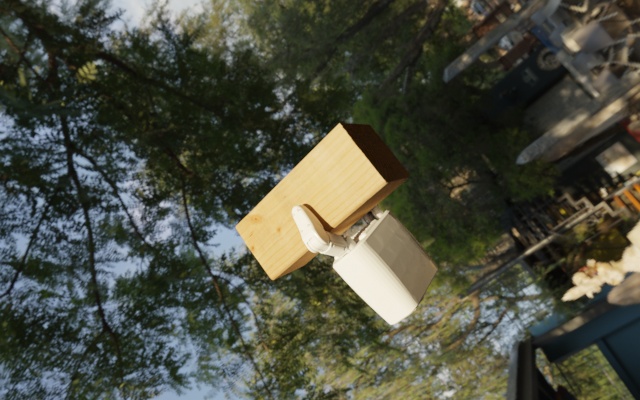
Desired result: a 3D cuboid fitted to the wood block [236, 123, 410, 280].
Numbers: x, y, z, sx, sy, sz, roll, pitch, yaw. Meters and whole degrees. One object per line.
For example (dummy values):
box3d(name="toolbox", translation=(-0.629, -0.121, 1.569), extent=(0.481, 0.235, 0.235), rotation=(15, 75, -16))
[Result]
box3d(name="wood block", translation=(0.000, 0.002, 0.617), extent=(0.206, 0.090, 0.091), rotation=(-42, -13, 26))
